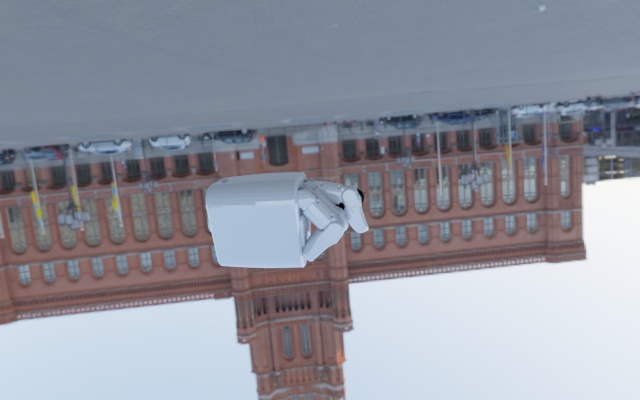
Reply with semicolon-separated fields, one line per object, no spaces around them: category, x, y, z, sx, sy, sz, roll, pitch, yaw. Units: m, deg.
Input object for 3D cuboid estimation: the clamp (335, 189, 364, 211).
clamp;0.000;0.003;0.668;0.120;0.039;0.171;1;8;6
